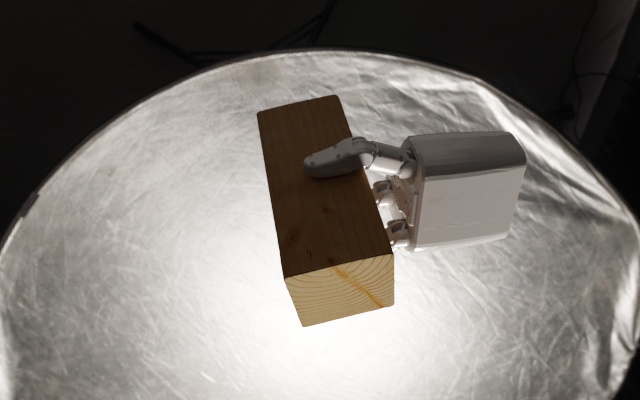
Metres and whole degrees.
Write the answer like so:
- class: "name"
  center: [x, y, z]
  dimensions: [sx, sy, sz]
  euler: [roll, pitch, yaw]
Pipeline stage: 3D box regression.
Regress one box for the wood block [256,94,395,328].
- class: "wood block"
  center: [0.000, 0.001, 0.464]
  dimensions: [0.090, 0.206, 0.091]
  euler: [-13, -40, -2]
